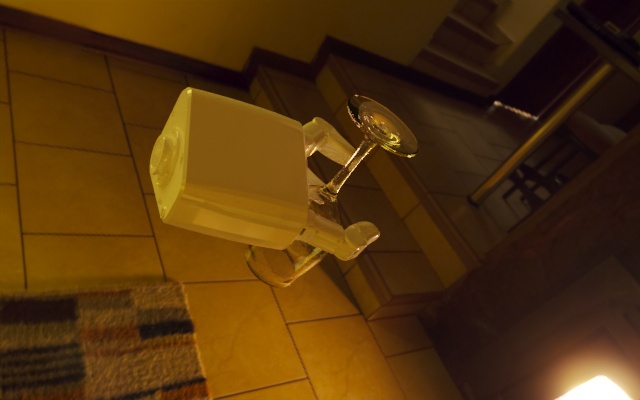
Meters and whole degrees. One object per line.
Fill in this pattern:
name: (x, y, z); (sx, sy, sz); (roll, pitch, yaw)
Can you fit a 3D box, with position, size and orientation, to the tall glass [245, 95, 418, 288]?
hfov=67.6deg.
tall glass: (0.001, 0.001, 0.455); (0.079, 0.079, 0.201); (0, -41, -45)
